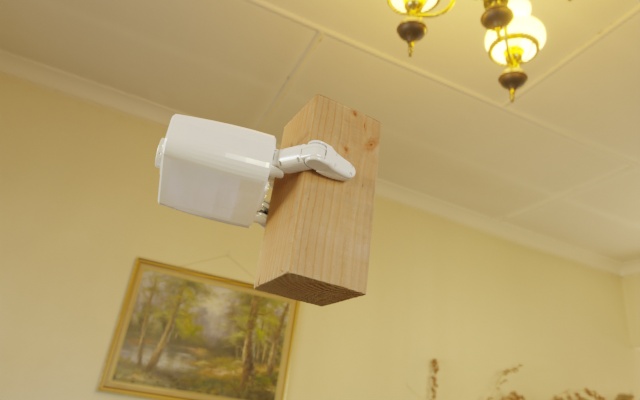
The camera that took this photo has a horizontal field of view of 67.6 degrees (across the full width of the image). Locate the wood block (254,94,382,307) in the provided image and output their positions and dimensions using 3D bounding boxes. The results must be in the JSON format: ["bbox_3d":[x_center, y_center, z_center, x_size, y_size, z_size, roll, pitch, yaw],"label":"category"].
[{"bbox_3d":[0.000,0.001,0.531,0.090,0.206,0.091,20,-27,-24],"label":"wood block"}]
